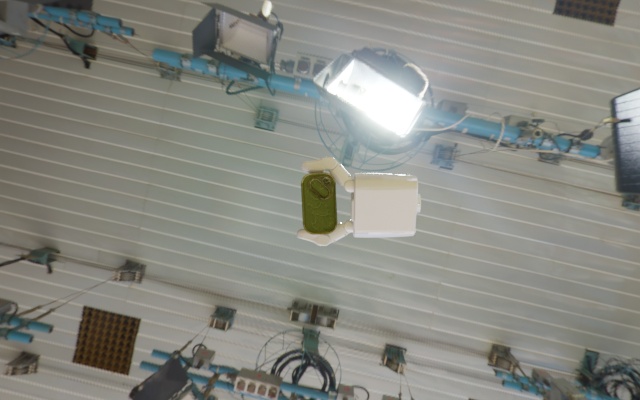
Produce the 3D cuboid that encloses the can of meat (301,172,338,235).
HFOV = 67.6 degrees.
[{"bbox_3d":[0.000,0.003,0.820,0.057,0.102,0.084,-3,3,3],"label":"can of meat"}]
